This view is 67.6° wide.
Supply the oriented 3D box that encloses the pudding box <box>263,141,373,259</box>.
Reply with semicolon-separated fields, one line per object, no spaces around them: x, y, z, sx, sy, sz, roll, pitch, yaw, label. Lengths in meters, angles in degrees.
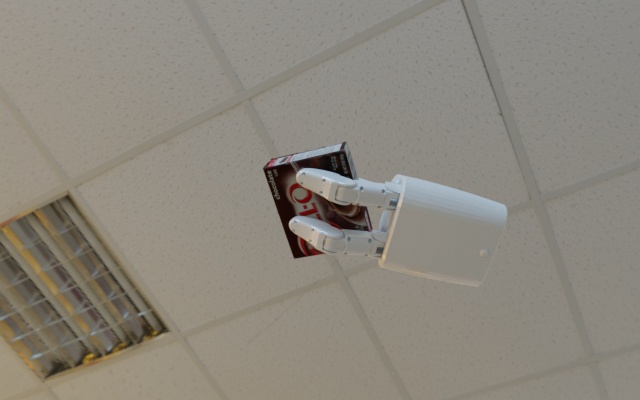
0.000;0.002;0.511;0.090;0.113;0.039;-12;19;15;pudding box
